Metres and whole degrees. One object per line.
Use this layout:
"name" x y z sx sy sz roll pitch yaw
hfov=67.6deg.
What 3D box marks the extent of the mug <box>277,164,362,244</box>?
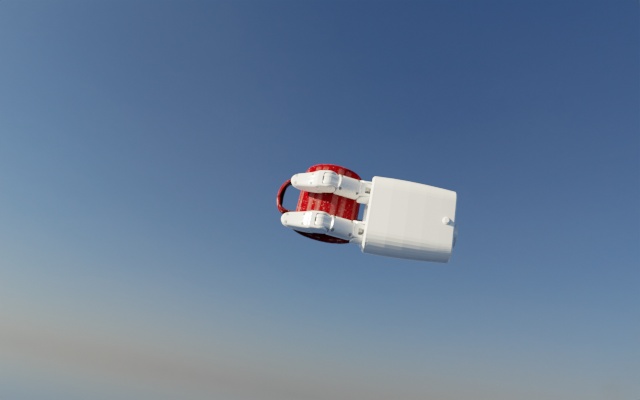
"mug" -0.001 0.002 0.644 0.117 0.081 0.093 10 -22 5
